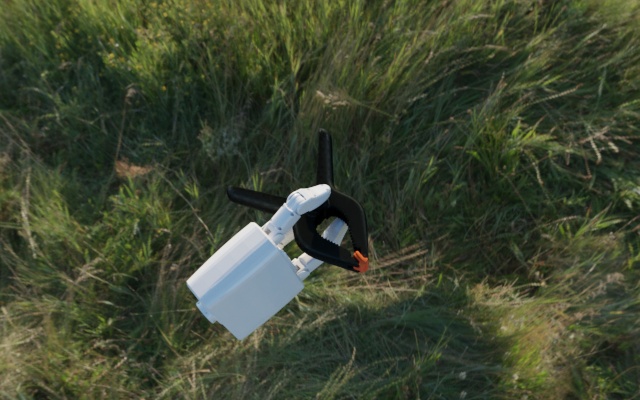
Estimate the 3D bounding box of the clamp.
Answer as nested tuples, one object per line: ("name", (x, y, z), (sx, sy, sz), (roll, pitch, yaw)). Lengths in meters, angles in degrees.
("clamp", (0.000, 0.002, 0.614), (0.210, 0.164, 0.036), (42, -15, 26))
